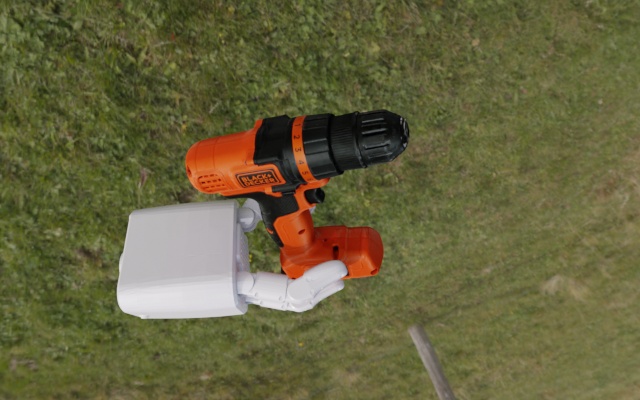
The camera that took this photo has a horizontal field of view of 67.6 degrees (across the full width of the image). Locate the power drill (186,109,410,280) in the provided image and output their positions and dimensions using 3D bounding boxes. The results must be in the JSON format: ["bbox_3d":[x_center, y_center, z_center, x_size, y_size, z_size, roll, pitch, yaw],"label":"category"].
[{"bbox_3d":[0.000,0.002,0.429,0.184,0.057,0.188,-6,-41,19],"label":"power drill"}]
